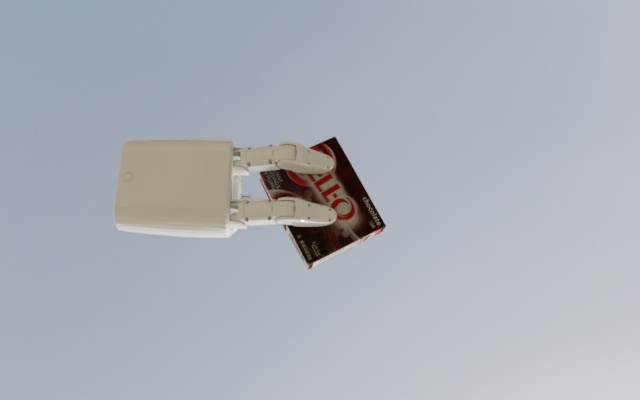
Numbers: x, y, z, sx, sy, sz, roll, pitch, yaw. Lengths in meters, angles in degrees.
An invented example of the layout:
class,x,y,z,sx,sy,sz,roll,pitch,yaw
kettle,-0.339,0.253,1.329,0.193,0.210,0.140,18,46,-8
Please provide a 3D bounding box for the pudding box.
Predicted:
class,x,y,z,sx,sy,sz,roll,pitch,yaw
pudding box,0.000,0.002,0.494,0.090,0.113,0.039,-26,-11,-12
